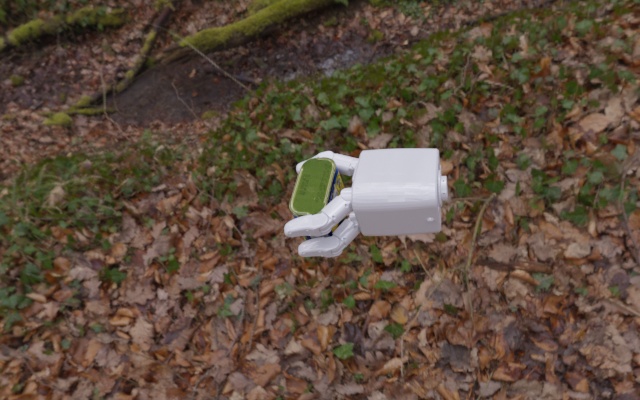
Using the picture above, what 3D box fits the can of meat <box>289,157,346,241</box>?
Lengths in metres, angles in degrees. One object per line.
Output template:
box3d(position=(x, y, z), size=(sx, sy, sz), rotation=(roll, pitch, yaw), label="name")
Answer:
box3d(position=(0.000, 0.002, 0.668), size=(0.057, 0.102, 0.084), rotation=(2, -33, 19), label="can of meat")
